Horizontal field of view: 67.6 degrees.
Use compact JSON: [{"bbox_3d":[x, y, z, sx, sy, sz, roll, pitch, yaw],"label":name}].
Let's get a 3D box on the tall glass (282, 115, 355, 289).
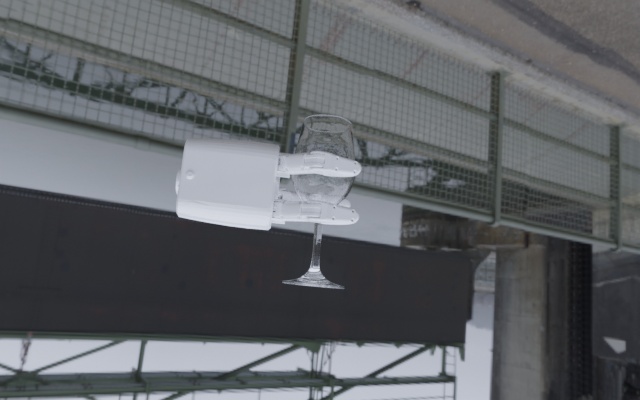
[{"bbox_3d":[0.000,0.003,0.576,0.079,0.201,0.079,5,-9,1],"label":"tall glass"}]
